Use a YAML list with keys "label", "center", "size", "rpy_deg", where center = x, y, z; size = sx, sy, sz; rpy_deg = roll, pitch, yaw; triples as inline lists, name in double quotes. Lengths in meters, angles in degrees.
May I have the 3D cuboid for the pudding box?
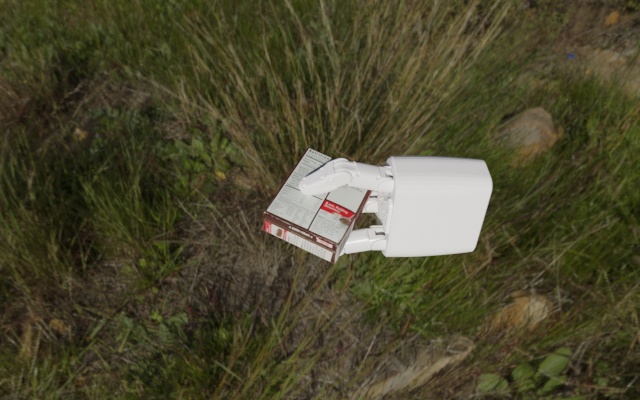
- label: "pudding box"
  center: [0.000, 0.002, 0.532]
  size: [0.090, 0.113, 0.039]
  rpy_deg: [24, -38, 10]
